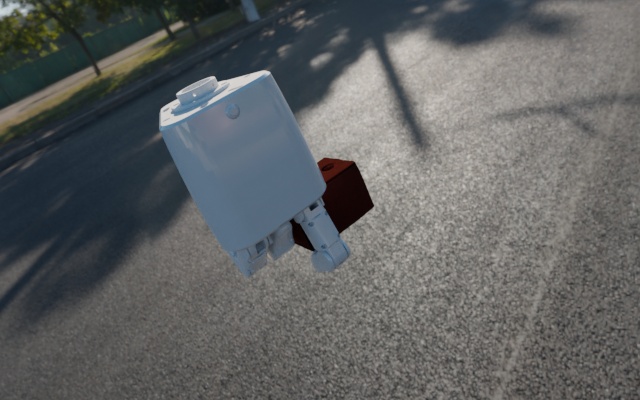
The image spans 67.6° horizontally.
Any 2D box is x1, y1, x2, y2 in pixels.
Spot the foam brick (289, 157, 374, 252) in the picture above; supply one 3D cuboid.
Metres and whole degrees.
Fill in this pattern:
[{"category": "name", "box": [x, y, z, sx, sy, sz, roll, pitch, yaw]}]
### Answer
[{"category": "foam brick", "box": [0.000, 0.001, 0.444, 0.078, 0.051, 0.053, -36, 25, -23]}]
